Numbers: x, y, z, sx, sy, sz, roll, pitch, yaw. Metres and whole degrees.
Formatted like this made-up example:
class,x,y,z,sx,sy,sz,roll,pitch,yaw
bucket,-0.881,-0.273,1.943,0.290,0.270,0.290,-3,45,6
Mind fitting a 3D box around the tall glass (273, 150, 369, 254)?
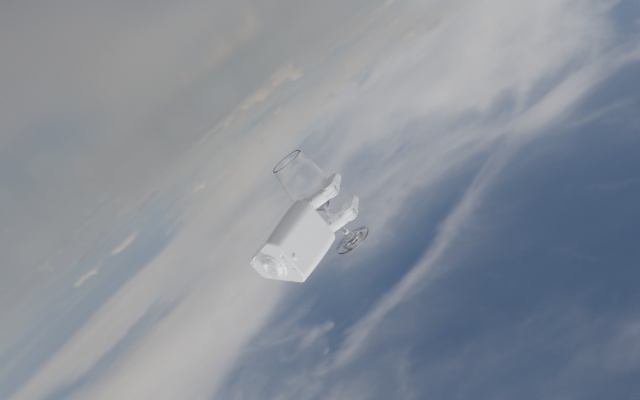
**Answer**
class,x,y,z,sx,sy,sz,roll,pitch,yaw
tall glass,0.001,0.003,0.873,0.079,0.201,0.079,-35,18,13
